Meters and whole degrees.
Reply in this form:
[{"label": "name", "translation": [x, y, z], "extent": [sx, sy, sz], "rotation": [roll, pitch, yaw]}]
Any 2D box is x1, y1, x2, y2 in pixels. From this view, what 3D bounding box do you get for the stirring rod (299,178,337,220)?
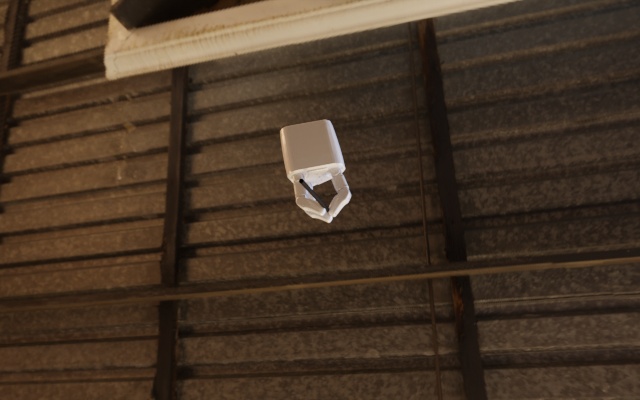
[{"label": "stirring rod", "translation": [0.000, 0.003, 0.873], "extent": [0.011, 0.011, 0.240], "rotation": [0, -17, 15]}]
